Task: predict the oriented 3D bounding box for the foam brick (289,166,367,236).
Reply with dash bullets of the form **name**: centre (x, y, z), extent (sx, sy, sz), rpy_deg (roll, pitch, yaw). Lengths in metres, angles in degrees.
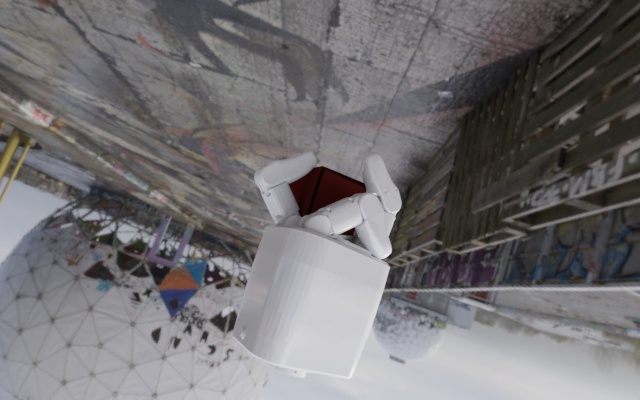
- **foam brick**: centre (0.000, 0.001, 0.470), extent (0.053, 0.051, 0.078), rpy_deg (21, -10, -22)
